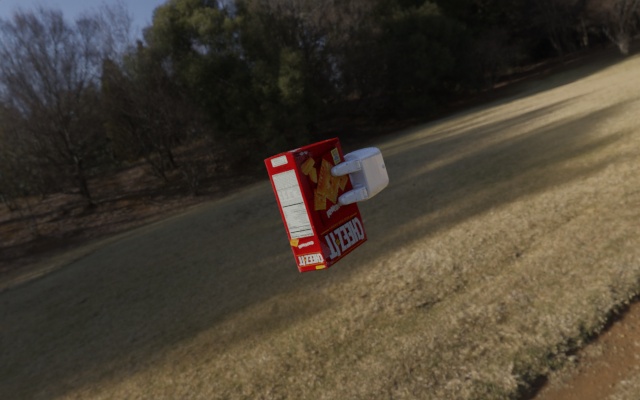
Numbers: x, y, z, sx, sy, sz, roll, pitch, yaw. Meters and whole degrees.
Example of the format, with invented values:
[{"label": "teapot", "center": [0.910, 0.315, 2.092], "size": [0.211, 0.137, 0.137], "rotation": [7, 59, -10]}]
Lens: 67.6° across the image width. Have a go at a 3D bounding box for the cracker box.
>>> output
[{"label": "cracker box", "center": [0.000, 0.003, 0.887], "size": [0.072, 0.214, 0.164], "rotation": [-13, 7, 35]}]
